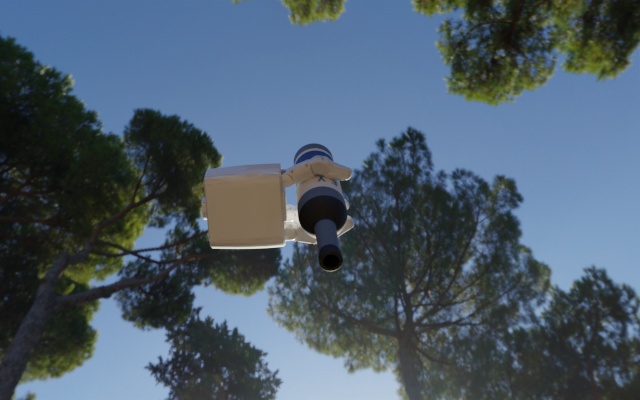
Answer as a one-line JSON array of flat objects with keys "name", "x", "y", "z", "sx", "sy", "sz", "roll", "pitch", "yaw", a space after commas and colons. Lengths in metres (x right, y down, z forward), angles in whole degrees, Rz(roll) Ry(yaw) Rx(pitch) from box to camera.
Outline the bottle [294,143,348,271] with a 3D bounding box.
[{"name": "bottle", "x": 0.000, "y": 0.002, "z": 0.670, "sx": 0.069, "sy": 0.069, "sz": 0.295, "roll": 0, "pitch": 27, "yaw": -5}]
